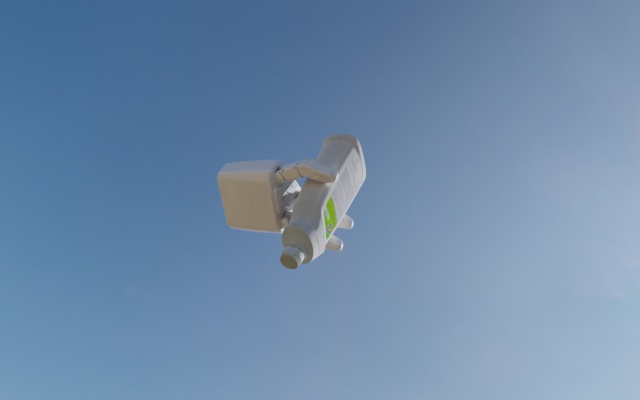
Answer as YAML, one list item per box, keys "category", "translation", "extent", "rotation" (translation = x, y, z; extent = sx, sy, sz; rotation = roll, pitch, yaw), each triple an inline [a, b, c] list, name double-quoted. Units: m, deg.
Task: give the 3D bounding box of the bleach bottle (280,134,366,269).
- category: "bleach bottle"
  translation: [0.000, 0.002, 0.741]
  extent: [0.068, 0.103, 0.250]
  rotation: [1, 38, 27]
